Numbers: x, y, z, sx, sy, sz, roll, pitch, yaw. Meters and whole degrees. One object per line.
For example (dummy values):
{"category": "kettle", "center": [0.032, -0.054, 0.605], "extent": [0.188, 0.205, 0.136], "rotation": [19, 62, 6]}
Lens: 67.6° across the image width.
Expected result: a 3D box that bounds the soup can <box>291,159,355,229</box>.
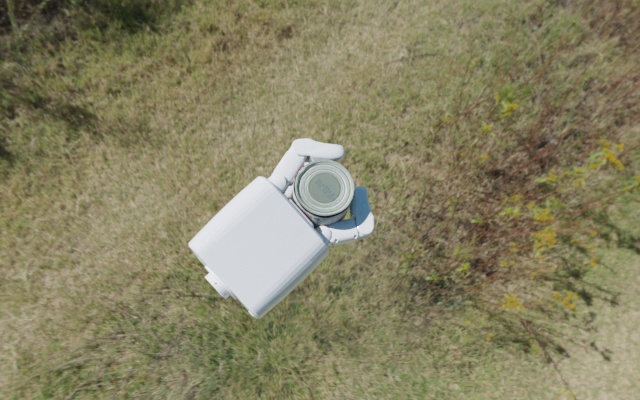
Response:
{"category": "soup can", "center": [0.001, 0.001, 0.556], "extent": [0.068, 0.068, 0.102], "rotation": [0, -19, -5]}
